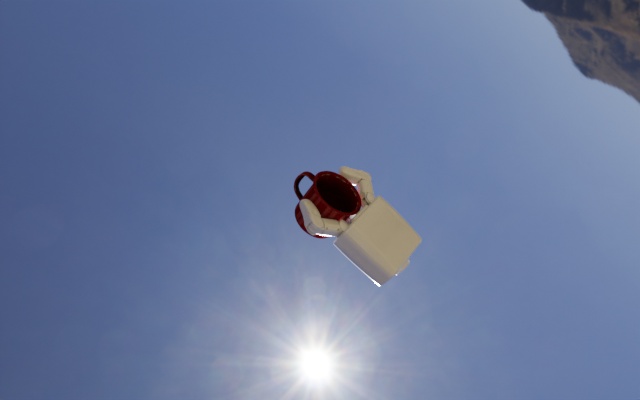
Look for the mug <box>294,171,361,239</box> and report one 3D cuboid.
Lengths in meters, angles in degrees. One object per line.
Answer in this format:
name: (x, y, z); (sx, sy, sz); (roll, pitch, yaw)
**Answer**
mug: (-0.001, 0.002, 0.807); (0.081, 0.117, 0.093); (-50, -7, 38)
